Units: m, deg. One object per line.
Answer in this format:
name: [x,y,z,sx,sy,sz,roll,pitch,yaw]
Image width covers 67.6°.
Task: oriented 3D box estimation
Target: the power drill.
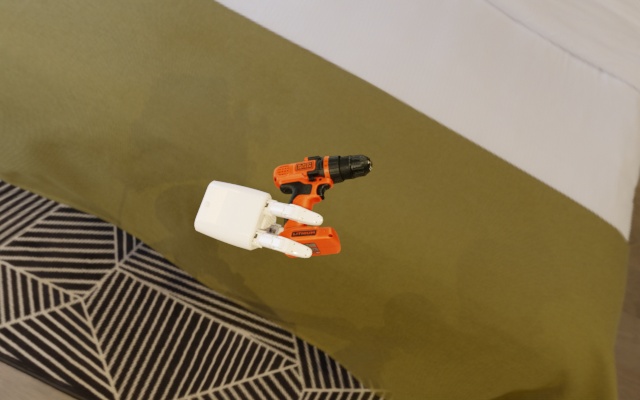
power drill: [0.000,0.003,0.833,0.184,0.187,0.057,-9,-38,17]
